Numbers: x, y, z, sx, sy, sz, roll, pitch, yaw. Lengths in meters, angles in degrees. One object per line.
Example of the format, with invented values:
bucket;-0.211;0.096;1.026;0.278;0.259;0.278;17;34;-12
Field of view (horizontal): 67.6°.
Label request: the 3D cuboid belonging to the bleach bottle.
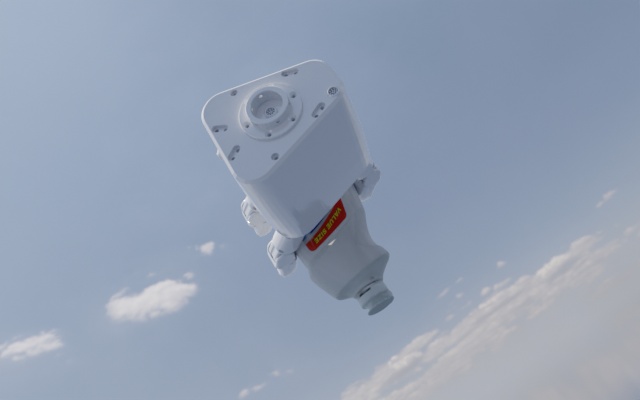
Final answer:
bleach bottle;0.000;0.002;0.496;0.102;0.250;0.068;-34;-28;-2
